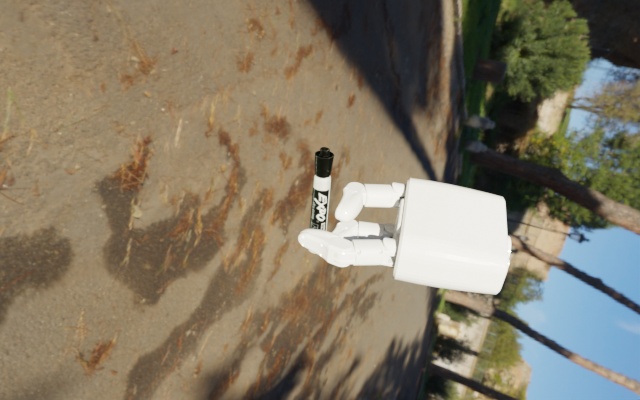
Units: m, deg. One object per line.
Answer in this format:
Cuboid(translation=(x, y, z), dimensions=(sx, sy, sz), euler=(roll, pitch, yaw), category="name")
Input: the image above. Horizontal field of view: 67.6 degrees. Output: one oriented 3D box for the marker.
Cuboid(translation=(0.000, 0.002, 0.487), dimensions=(0.020, 0.121, 0.020), euler=(4, 32, -2), category="marker")
